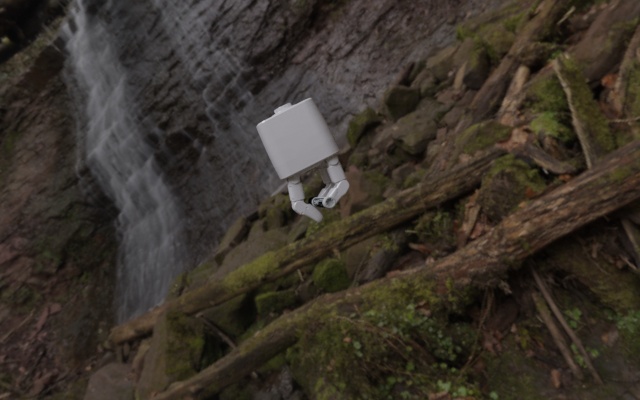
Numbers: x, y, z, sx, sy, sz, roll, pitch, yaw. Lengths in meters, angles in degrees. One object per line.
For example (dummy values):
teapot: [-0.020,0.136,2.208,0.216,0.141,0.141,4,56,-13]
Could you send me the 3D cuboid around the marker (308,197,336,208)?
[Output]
marker: [0.000,0.003,0.823,0.020,0.020,0.121,0,0,-15]
